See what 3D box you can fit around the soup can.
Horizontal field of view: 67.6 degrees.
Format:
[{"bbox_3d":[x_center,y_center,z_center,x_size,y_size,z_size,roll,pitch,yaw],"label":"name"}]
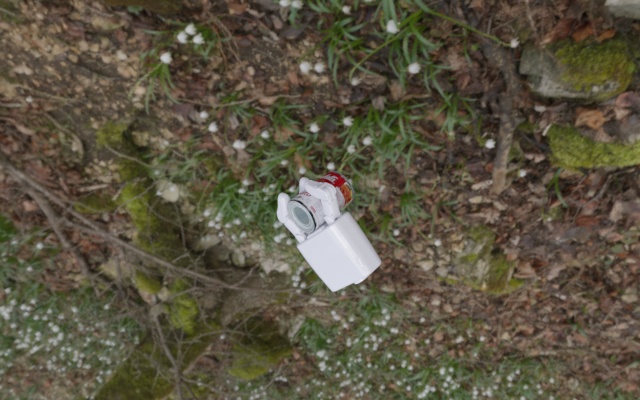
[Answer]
[{"bbox_3d":[0.000,0.002,0.831,0.102,0.068,0.068,-37,22,-32],"label":"soup can"}]
